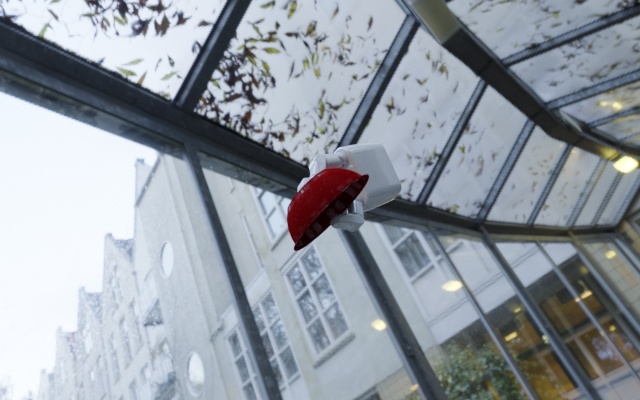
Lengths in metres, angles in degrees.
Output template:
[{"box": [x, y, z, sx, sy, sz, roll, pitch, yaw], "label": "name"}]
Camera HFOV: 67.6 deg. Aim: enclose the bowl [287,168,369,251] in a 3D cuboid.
[{"box": [-0.001, 0.002, 0.732, 0.055, 0.162, 0.162, 44, 9, 10], "label": "bowl"}]
